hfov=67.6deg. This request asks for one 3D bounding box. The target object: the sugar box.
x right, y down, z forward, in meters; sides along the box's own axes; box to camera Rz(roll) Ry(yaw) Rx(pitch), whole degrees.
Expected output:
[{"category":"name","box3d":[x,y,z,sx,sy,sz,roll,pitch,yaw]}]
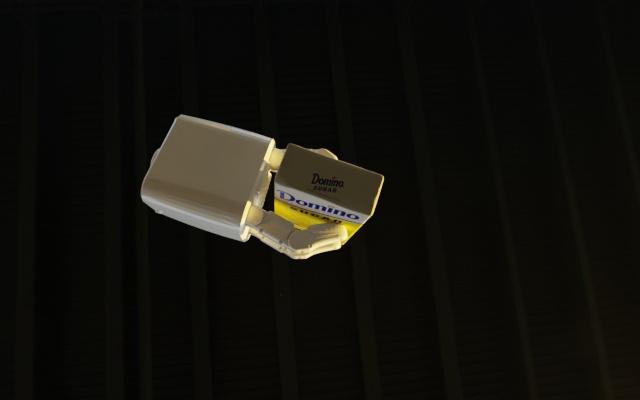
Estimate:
[{"category":"sugar box","box3d":[0.000,0.002,0.500,0.093,0.048,0.176,19,-12,0]}]
